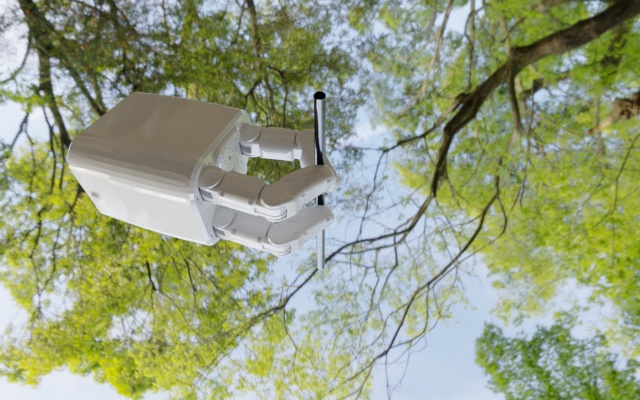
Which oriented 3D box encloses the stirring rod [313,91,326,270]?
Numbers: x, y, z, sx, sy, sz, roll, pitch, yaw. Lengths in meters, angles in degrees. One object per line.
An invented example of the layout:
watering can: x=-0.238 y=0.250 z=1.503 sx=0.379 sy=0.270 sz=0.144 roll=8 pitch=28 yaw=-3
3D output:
stirring rod: x=0.000 y=0.001 z=0.402 sx=0.011 sy=0.011 sz=0.240 roll=0 pitch=-34 yaw=0
